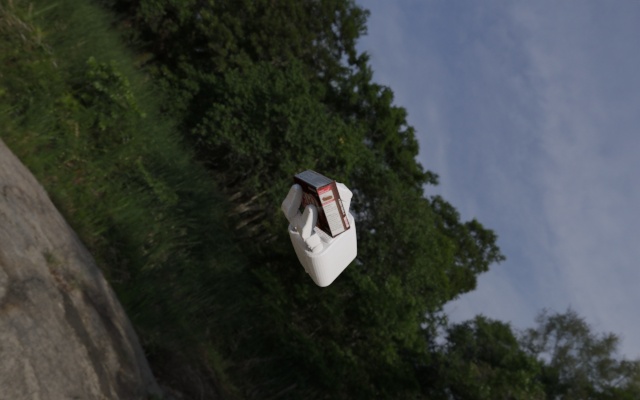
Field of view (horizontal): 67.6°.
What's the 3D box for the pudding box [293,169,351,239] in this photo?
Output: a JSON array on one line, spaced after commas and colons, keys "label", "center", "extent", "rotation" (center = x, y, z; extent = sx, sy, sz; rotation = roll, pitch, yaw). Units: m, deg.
[{"label": "pudding box", "center": [0.000, 0.003, 0.787], "extent": [0.039, 0.090, 0.113], "rotation": [-26, 21, -17]}]
